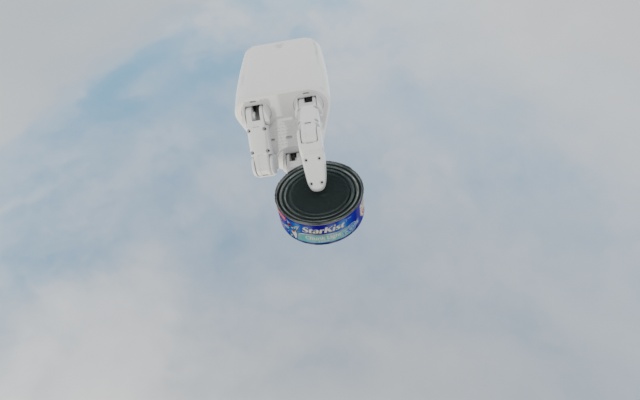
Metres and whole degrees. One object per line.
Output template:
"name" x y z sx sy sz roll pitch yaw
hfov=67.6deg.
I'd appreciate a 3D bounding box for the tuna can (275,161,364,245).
"tuna can" 0.000 0.002 0.467 0.086 0.086 0.034 0 -44 9
